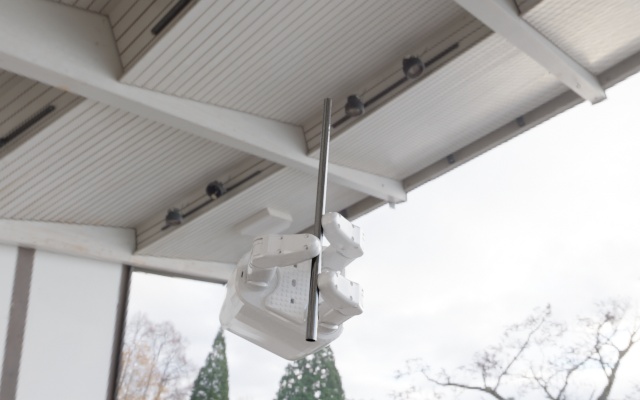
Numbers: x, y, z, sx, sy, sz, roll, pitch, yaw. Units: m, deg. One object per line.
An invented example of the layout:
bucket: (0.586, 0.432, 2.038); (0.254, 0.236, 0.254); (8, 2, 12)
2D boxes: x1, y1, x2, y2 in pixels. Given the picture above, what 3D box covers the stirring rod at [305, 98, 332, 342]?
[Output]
stirring rod: (0.000, 0.001, 0.415); (0.011, 0.239, 0.011); (3, -32, 2)
